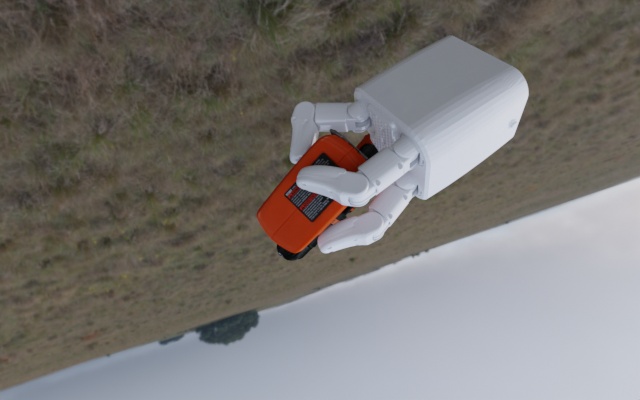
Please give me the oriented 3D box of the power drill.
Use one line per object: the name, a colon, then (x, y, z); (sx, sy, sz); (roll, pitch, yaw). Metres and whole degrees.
power drill: (0.000, 0.001, 0.490); (0.057, 0.184, 0.187); (41, 10, 6)
